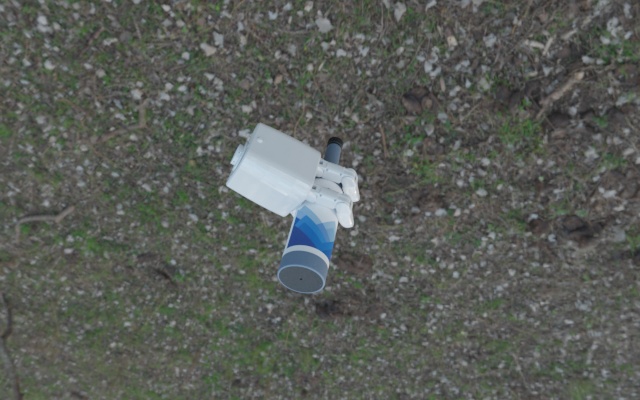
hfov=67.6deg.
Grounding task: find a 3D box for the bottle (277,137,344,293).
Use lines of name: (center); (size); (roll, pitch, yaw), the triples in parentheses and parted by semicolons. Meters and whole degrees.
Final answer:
bottle: (0.000, 0.003, 0.747); (0.069, 0.295, 0.069); (8, -43, 7)
